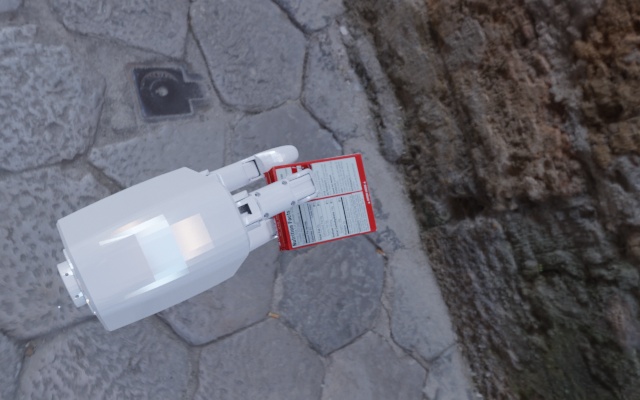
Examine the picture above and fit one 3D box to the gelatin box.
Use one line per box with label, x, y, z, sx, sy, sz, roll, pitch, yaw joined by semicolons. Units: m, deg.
gelatin box;0.001;0.001;0.427;0.089;0.073;0.030;-11;-4;-22
